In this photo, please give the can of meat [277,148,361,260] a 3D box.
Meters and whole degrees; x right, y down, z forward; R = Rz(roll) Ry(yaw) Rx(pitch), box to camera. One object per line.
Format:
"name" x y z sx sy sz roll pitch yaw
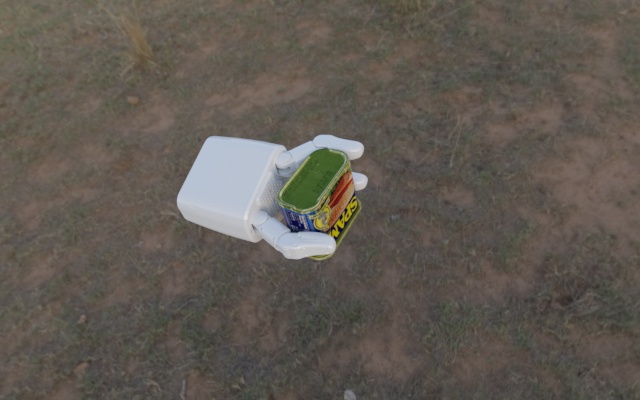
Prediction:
"can of meat" 0.000 0.002 0.548 0.057 0.102 0.084 17 -36 28
